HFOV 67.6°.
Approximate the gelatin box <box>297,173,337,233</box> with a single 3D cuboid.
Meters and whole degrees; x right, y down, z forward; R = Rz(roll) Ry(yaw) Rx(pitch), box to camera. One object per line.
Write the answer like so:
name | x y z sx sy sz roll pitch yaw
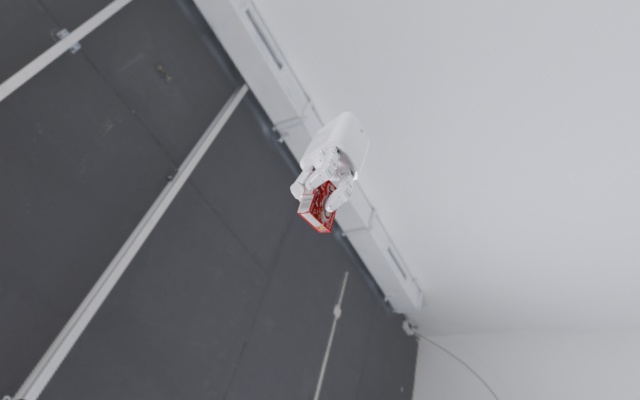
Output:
gelatin box | 0.000 0.003 0.867 0.030 0.089 0.073 -6 -36 36
